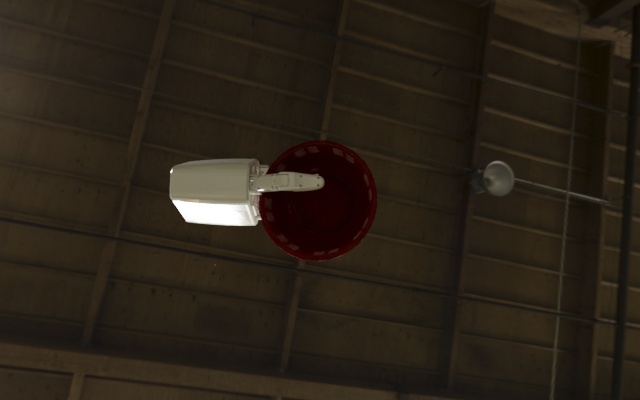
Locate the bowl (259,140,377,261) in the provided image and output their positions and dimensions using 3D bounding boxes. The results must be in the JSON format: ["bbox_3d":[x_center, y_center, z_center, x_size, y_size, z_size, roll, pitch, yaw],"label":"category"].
[{"bbox_3d":[0.001,0.003,0.655,0.162,0.162,0.055,0,-8,13],"label":"bowl"}]
